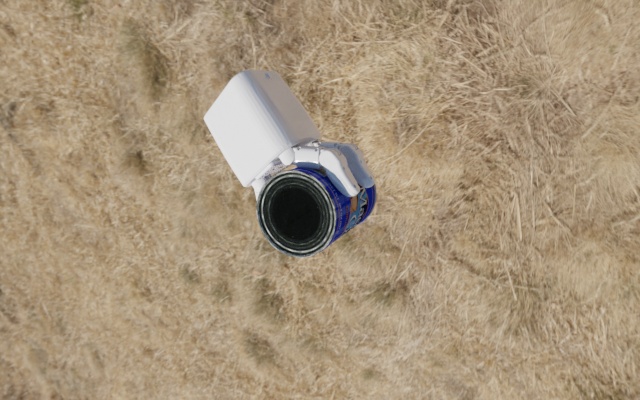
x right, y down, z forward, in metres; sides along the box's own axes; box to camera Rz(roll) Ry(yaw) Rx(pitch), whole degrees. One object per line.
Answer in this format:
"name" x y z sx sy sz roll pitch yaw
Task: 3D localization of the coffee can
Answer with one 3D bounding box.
"coffee can" 0.000 0.002 0.600 0.103 0.103 0.140 0 12 25
